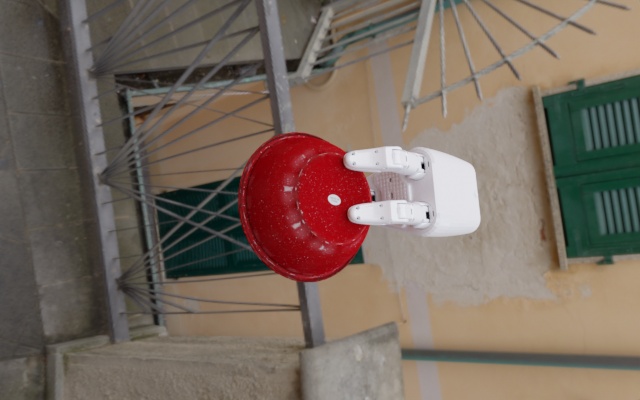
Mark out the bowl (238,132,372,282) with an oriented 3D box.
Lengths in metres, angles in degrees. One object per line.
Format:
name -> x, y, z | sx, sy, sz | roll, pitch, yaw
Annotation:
bowl -> -0.001, 0.002, 0.488 | 0.162, 0.162, 0.055 | 0, -9, -34
